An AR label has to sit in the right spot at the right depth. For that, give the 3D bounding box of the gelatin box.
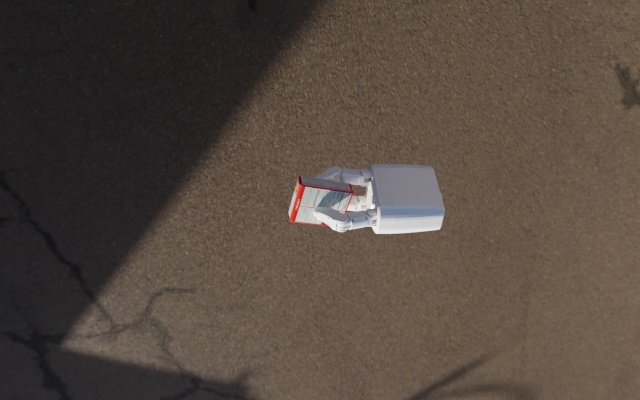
[{"bbox_3d":[0.000,0.003,0.763,0.089,0.073,0.030,7,36,-17],"label":"gelatin box"}]
